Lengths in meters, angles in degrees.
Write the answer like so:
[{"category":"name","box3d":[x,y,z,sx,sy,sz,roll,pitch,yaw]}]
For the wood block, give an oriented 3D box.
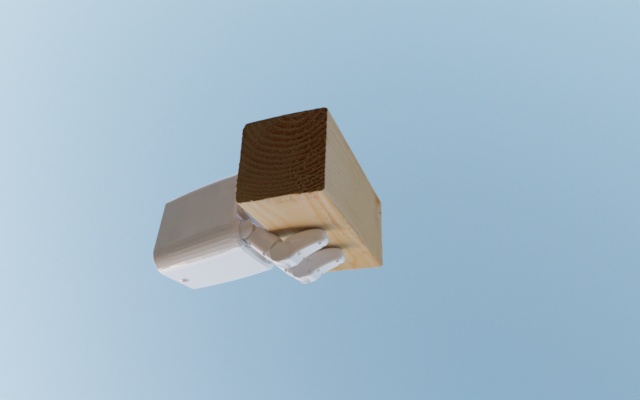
[{"category":"wood block","box3d":[0.000,0.002,0.521,0.090,0.090,0.206,-8,-28,18]}]
